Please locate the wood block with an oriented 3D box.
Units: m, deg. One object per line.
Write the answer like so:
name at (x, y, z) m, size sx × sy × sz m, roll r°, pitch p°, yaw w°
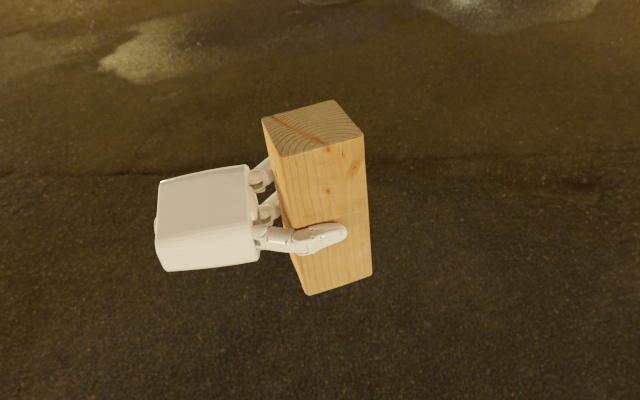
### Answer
wood block at (0.000, 0.002, 0.566) m, size 0.090 × 0.206 × 0.090 m, roll -16°, pitch 39°, yaw -10°
